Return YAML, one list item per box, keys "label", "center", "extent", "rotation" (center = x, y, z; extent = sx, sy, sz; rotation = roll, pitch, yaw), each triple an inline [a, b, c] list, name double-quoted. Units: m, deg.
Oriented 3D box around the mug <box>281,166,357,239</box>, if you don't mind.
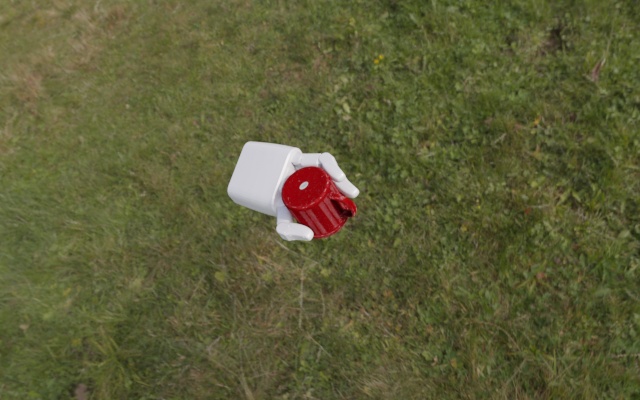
- label: "mug"
  center: [0.001, 0.003, 0.740]
  extent: [0.117, 0.093, 0.081]
  rotation: [12, -26, 31]
